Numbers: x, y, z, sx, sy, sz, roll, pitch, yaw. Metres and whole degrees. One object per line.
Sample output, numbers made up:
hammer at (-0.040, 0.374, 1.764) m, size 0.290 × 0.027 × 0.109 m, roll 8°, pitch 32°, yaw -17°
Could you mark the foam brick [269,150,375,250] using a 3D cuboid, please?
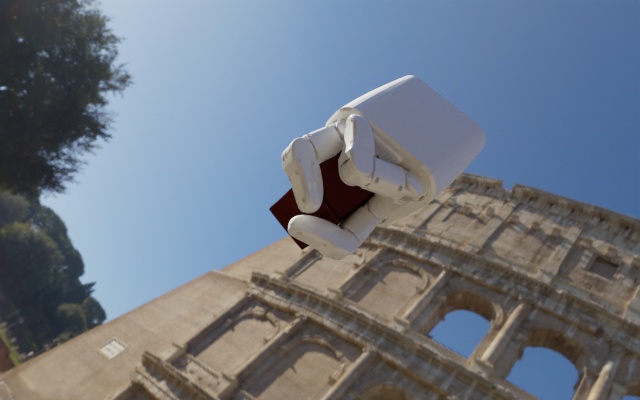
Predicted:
foam brick at (0.000, 0.002, 0.438) m, size 0.051 × 0.053 × 0.078 m, roll -37°, pitch -1°, yaw -37°
